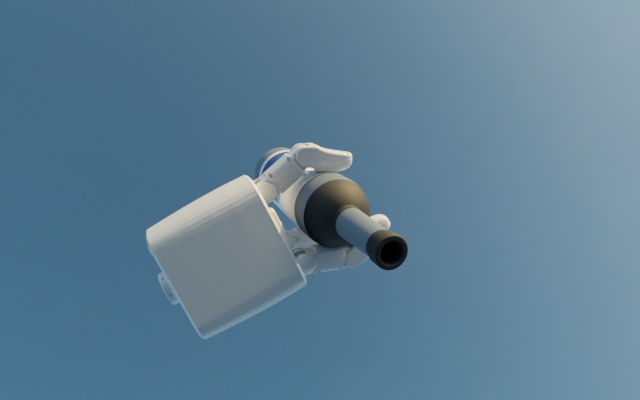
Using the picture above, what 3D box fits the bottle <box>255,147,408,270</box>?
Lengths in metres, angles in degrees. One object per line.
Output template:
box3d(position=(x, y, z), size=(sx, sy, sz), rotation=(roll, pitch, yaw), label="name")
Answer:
box3d(position=(0.000, 0.001, 0.476), size=(0.069, 0.069, 0.295), rotation=(0, 14, -21), label="bottle")
